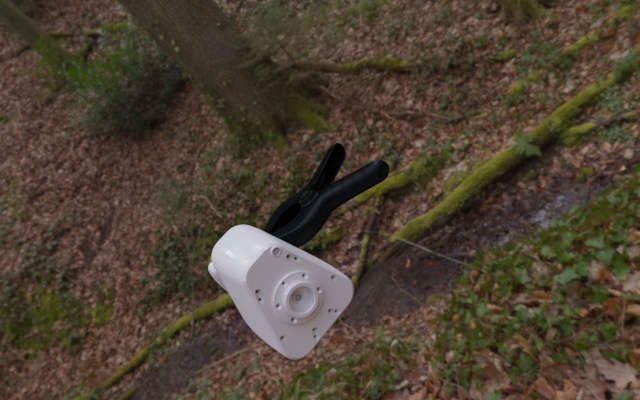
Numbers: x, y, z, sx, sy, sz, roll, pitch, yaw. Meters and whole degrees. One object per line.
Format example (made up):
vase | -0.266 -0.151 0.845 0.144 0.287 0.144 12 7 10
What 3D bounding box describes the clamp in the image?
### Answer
clamp | 0.000 0.001 0.546 0.039 0.171 0.120 45 -14 -24
